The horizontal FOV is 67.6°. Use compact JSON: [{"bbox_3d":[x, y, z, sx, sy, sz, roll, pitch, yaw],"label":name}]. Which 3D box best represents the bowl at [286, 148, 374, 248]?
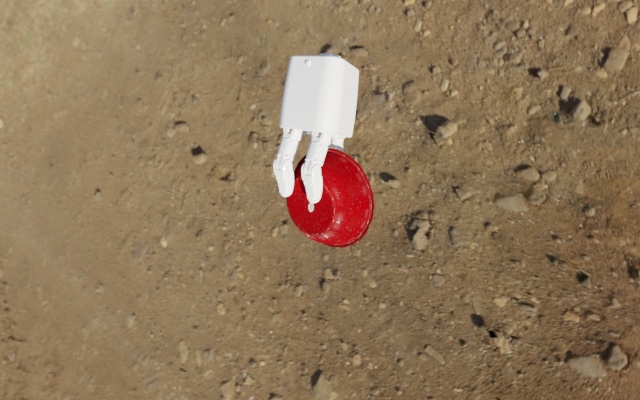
[{"bbox_3d":[0.000,0.004,0.733,0.162,0.162,0.055,0,13,38],"label":"bowl"}]
